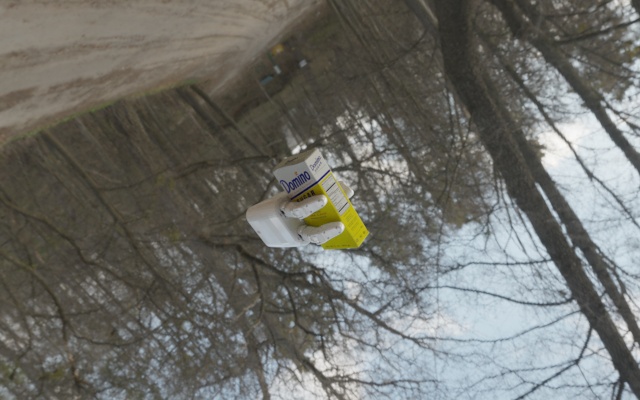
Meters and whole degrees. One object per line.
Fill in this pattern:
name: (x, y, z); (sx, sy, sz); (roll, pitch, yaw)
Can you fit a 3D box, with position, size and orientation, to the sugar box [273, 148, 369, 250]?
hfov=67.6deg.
sugar box: (0.000, 0.003, 0.809); (0.093, 0.176, 0.048); (-12, 29, 49)
